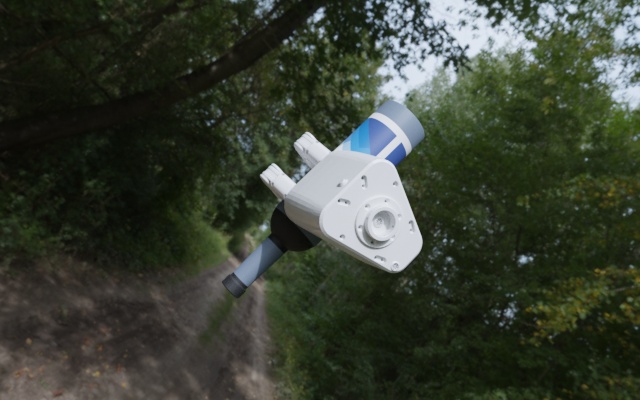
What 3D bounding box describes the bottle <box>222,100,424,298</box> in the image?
[{"bbox_3d":[0.000,0.002,0.570,0.295,0.069,0.069,-44,9,-9],"label":"bottle"}]
